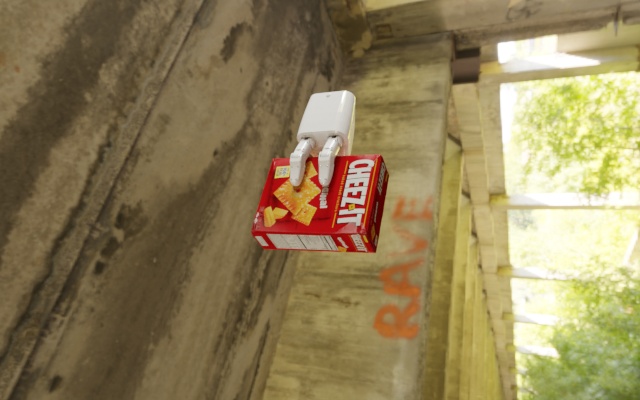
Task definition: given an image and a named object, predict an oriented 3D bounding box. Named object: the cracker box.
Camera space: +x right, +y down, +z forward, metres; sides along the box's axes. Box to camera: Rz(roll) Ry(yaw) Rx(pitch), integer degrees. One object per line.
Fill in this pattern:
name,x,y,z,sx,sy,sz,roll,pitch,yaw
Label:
cracker box,0.000,0.003,0.841,0.213,0.164,0.072,-1,-34,23
